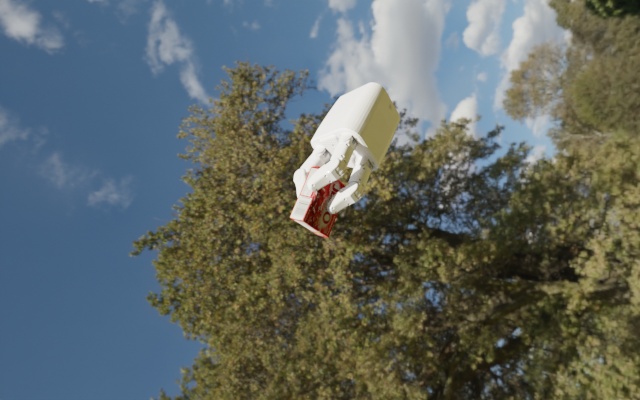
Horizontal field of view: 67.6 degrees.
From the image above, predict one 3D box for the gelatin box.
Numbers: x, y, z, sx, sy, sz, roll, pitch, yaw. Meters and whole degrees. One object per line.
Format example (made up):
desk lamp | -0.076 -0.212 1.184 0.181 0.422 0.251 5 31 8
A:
gelatin box | 0.000 0.003 0.730 0.030 0.089 0.073 13 -15 38
